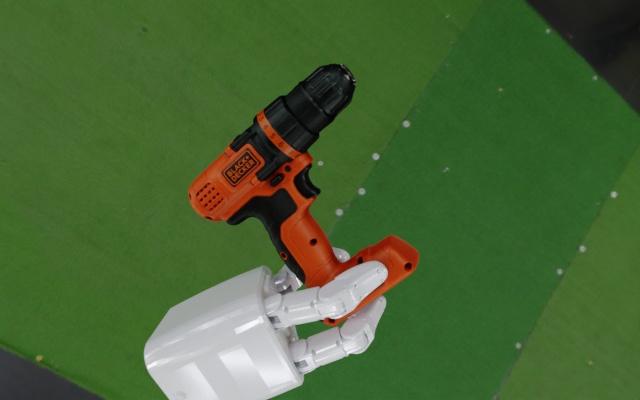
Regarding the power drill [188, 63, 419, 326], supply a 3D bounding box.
[{"bbox_3d":[0.000,0.002,0.422,0.184,0.187,0.057,-39,2,19],"label":"power drill"}]
